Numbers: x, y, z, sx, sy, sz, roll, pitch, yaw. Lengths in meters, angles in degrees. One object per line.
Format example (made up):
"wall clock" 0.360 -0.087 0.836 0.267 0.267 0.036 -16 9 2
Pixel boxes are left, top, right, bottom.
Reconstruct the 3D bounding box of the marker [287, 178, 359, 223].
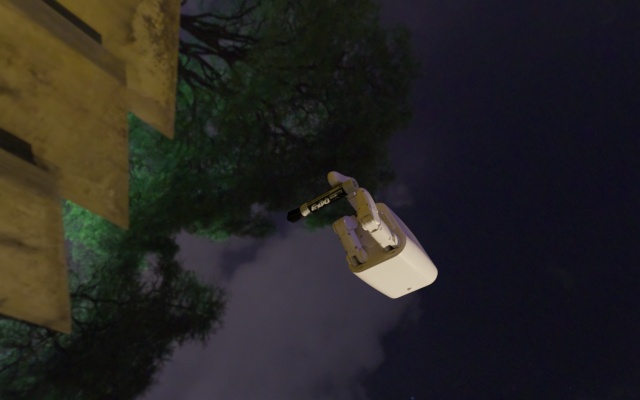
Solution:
"marker" 0.000 0.002 0.688 0.121 0.020 0.020 -28 -13 26
